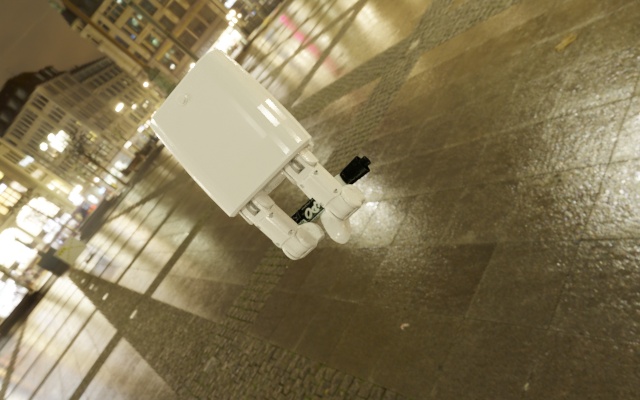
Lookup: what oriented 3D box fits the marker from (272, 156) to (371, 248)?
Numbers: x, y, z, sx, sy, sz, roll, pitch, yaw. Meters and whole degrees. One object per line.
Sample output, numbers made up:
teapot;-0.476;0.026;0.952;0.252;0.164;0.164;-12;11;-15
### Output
marker;0.000;0.002;0.447;0.121;0.020;0.020;-42;-17;20
